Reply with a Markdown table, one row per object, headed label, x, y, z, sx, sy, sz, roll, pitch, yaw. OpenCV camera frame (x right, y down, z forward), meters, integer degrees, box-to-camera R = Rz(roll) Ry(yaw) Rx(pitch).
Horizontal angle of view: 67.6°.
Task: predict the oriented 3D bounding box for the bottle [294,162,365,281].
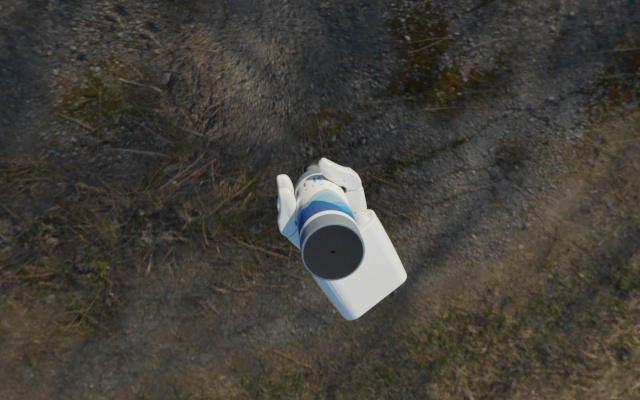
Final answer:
| label | x | y | z | sx | sy | sz | roll | pitch | yaw |
| --- | --- | --- | --- | --- | --- | --- | --- | --- | --- |
| bottle | 0.000 | 0.002 | 0.623 | 0.069 | 0.069 | 0.295 | 0 | 20 | -5 |
